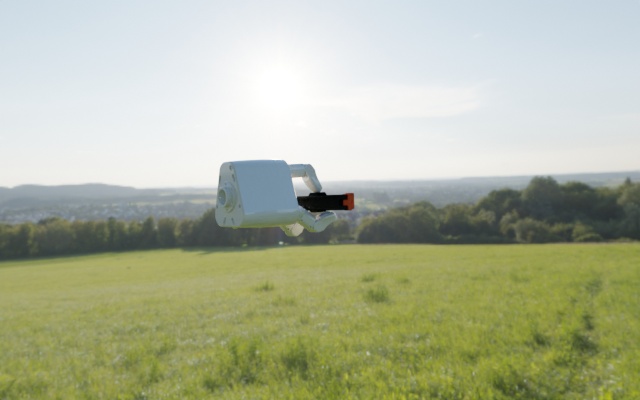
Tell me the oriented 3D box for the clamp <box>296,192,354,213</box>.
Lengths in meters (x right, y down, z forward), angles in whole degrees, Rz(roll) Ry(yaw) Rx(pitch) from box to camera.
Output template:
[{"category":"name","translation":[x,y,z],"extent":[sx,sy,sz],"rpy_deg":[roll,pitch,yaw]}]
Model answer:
[{"category":"clamp","translation":[0.000,0.002,0.868],"extent":[0.164,0.036,0.210],"rpy_deg":[-4,1,-40]}]
